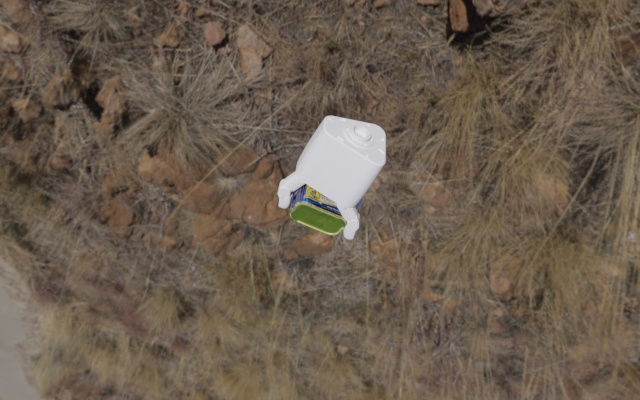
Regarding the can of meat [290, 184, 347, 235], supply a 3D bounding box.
[{"bbox_3d":[0.000,0.003,0.826,0.102,0.083,0.057,23,-45,-16],"label":"can of meat"}]
